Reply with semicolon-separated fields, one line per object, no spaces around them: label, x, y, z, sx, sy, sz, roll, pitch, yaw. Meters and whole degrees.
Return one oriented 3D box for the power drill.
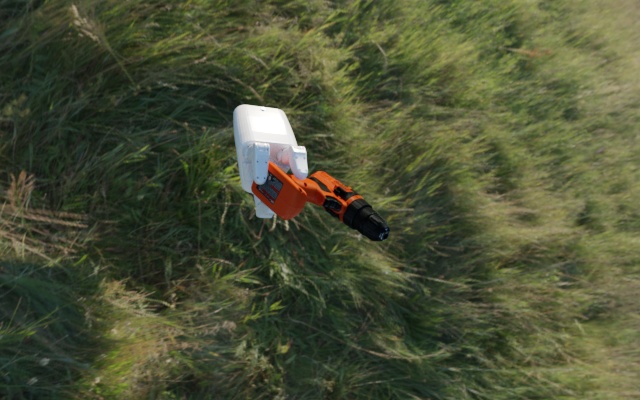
power drill;0.000;0.002;0.742;0.188;0.057;0.184;12;19;-49
